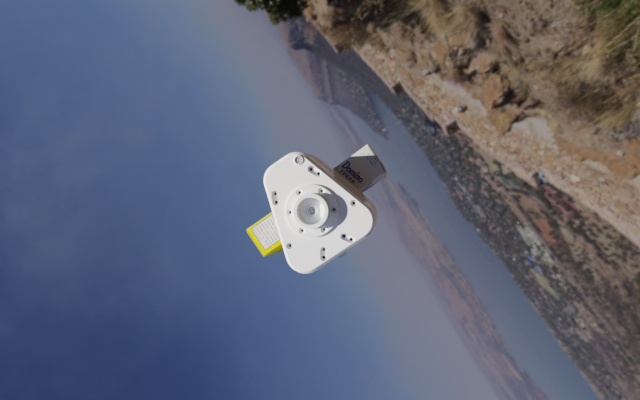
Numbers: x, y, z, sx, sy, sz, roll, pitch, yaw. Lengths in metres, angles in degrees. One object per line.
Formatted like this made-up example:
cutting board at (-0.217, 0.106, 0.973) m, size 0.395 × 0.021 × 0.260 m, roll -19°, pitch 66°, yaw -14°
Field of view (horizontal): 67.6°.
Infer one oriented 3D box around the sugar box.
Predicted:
sugar box at (0.000, 0.002, 0.595) m, size 0.176 × 0.048 × 0.093 m, roll -33°, pitch -5°, yaw 6°
